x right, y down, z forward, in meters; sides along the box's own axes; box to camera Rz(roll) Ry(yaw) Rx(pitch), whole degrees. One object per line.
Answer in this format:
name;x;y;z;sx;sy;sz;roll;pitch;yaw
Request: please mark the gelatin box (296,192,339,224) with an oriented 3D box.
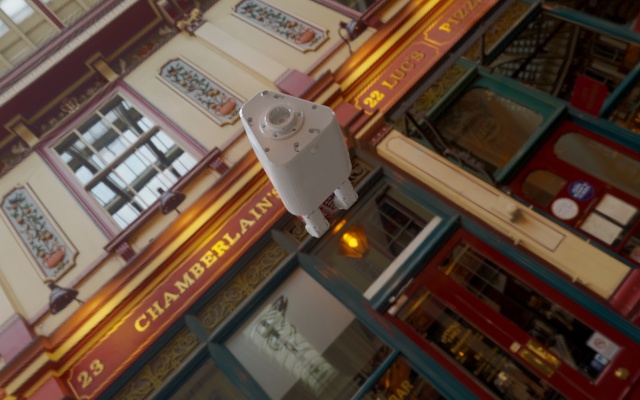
gelatin box;0.000;0.002;0.679;0.030;0.073;0.089;39;-2;23
